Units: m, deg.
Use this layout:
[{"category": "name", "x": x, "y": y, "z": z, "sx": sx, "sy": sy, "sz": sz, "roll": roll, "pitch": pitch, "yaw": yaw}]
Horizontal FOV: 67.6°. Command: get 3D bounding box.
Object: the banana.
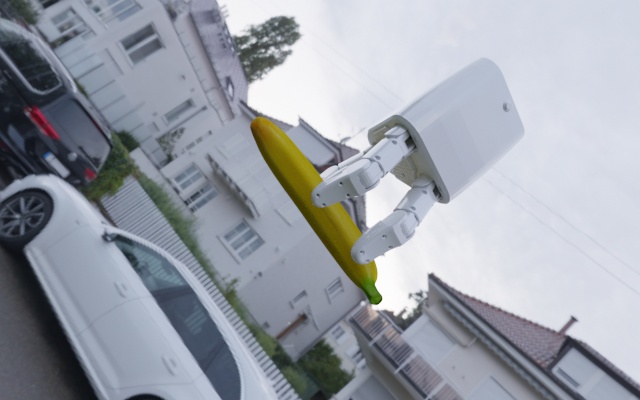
[{"category": "banana", "x": 0.001, "y": 0.006, "z": 0.450, "sx": 0.037, "sy": 0.198, "sz": 0.069, "roll": -36, "pitch": -3, "yaw": -7}]
